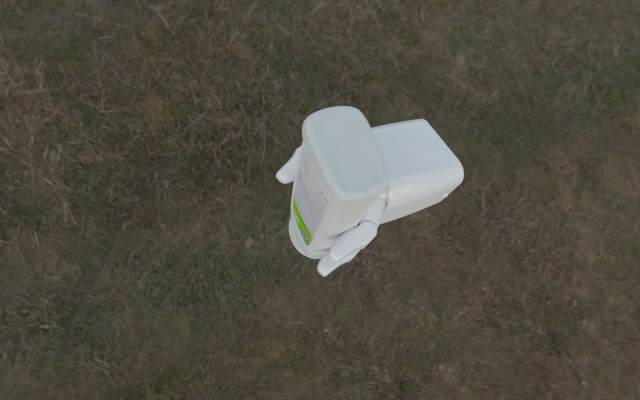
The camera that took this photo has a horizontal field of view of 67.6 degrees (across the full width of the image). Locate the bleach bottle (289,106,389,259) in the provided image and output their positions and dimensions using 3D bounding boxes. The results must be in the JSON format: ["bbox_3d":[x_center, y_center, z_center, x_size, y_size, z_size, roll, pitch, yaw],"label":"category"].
[{"bbox_3d":[0.000,0.002,0.557,0.068,0.102,0.251,-15,-18,-19],"label":"bleach bottle"}]
